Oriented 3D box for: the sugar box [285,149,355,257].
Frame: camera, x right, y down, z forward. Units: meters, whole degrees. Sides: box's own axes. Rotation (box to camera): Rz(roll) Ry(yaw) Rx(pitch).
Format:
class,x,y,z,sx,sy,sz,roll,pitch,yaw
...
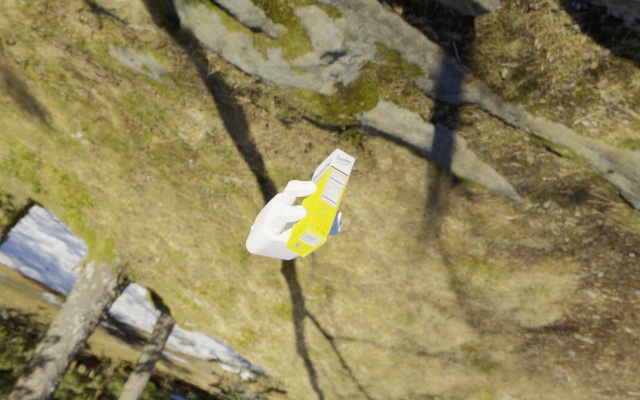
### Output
class,x,y,z,sx,sy,sz,roll,pitch,yaw
sugar box,0.000,0.003,0.831,0.048,0.176,0.093,28,-33,-15
